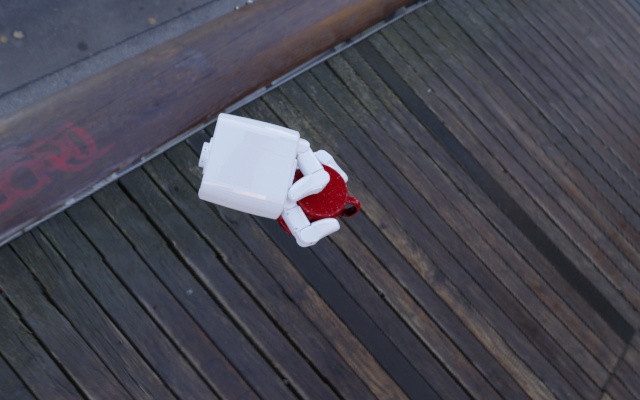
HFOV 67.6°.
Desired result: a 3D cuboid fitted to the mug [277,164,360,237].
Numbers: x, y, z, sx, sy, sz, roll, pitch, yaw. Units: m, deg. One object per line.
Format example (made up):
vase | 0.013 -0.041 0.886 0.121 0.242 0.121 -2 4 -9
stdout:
mug | 0.002 0.003 0.675 0.117 0.093 0.081 13 -25 -13
